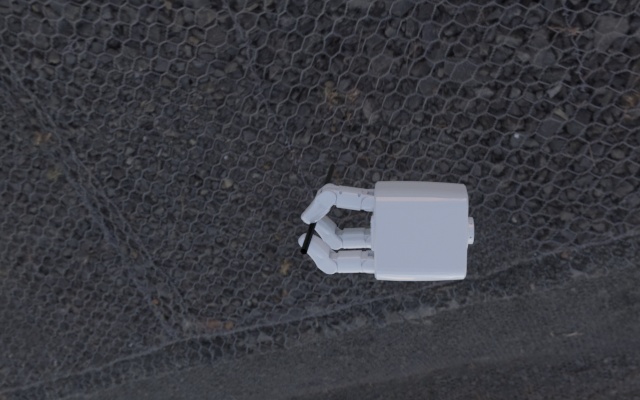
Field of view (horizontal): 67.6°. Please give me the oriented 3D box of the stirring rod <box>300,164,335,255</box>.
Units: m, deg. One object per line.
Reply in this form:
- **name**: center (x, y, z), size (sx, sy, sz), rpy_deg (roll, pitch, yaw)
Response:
- **stirring rod**: center (0.000, 0.002, 0.645), size (0.011, 0.011, 0.239), rpy_deg (0, 28, 10)
